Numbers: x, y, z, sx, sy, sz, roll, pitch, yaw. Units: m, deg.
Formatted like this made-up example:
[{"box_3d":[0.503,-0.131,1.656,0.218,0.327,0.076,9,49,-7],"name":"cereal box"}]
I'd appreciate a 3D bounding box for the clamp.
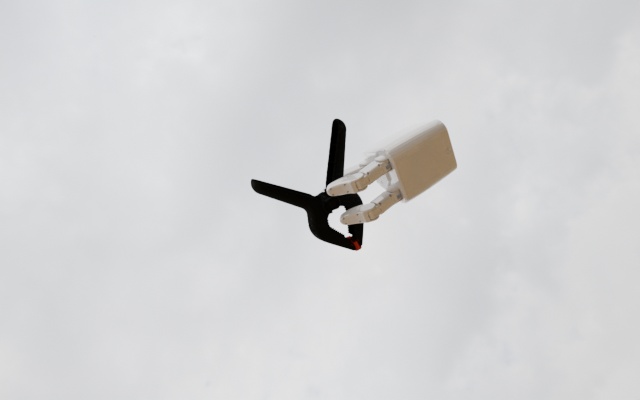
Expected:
[{"box_3d":[0.000,0.002,0.731,0.164,0.210,0.036,-30,28,-11],"name":"clamp"}]
